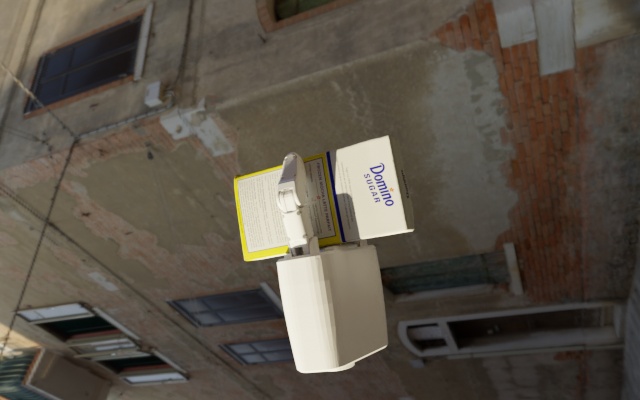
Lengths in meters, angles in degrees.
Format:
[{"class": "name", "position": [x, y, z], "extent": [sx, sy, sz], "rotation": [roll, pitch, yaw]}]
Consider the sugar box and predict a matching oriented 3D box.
[{"class": "sugar box", "position": [0.000, 0.002, 0.485], "extent": [0.176, 0.093, 0.048], "rotation": [-12, -7, 20]}]
